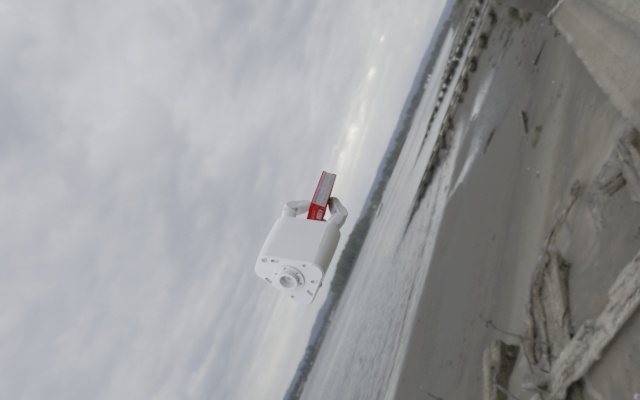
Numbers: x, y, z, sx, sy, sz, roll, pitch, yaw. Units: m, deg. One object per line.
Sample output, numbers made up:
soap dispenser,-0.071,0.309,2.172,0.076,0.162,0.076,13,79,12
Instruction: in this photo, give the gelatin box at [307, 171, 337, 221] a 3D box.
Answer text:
gelatin box,0.000,0.002,0.865,0.030,0.089,0.073,18,-42,1
